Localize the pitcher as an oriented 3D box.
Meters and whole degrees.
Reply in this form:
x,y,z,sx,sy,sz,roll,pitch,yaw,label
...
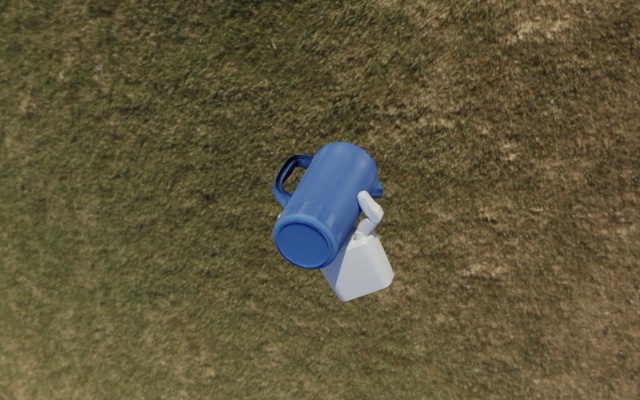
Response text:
x,y,z,sx,sy,sz,roll,pitch,yaw,label
0.000,0.003,0.832,0.149,0.145,0.242,-17,24,29,pitcher
